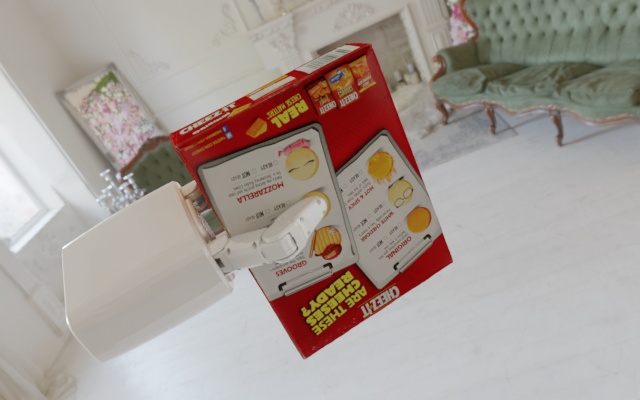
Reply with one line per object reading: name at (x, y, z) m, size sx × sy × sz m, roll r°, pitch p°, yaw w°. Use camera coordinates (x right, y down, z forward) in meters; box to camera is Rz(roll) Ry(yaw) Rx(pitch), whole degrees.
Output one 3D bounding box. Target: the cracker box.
cracker box at (0.000, 0.001, 0.407) m, size 0.164 × 0.214 × 0.072 m, roll -31°, pitch 25°, yaw -9°
